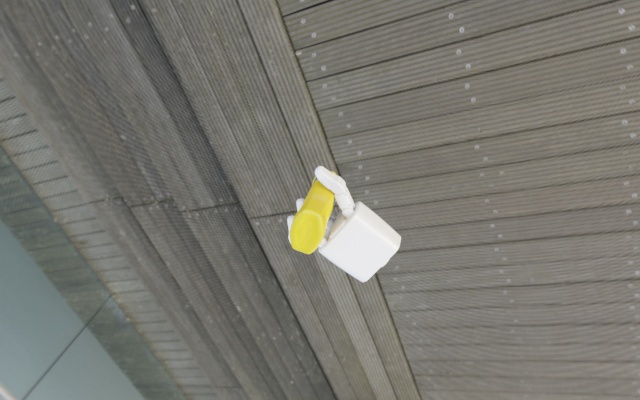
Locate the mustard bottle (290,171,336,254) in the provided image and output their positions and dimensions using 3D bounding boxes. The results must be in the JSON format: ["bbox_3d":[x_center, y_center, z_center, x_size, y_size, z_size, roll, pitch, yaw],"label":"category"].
[{"bbox_3d":[0.000,0.003,0.865,0.058,0.096,0.191,18,37,5],"label":"mustard bottle"}]
